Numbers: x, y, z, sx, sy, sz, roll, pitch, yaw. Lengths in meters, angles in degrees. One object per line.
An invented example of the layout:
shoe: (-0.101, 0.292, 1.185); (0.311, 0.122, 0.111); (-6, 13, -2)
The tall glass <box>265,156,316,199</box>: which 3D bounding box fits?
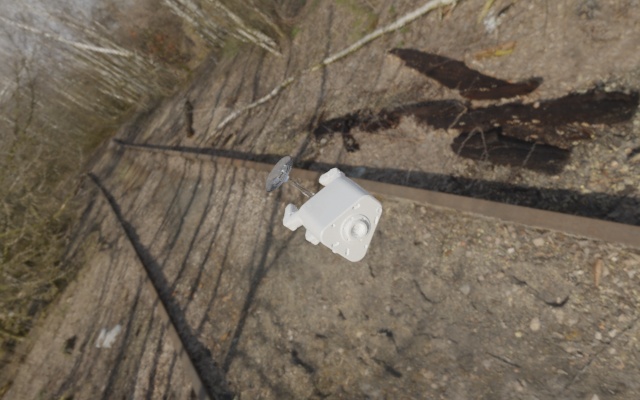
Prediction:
tall glass: (0.000, 0.002, 0.879); (0.201, 0.079, 0.079); (34, -17, -27)
